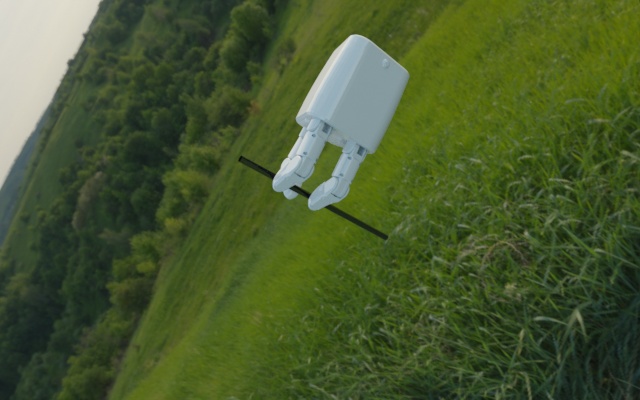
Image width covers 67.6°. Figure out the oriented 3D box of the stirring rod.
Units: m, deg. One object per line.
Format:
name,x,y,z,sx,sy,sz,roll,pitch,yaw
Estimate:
stirring rod,0.000,0.002,0.604,0.239,0.011,0.011,28,-15,-30
